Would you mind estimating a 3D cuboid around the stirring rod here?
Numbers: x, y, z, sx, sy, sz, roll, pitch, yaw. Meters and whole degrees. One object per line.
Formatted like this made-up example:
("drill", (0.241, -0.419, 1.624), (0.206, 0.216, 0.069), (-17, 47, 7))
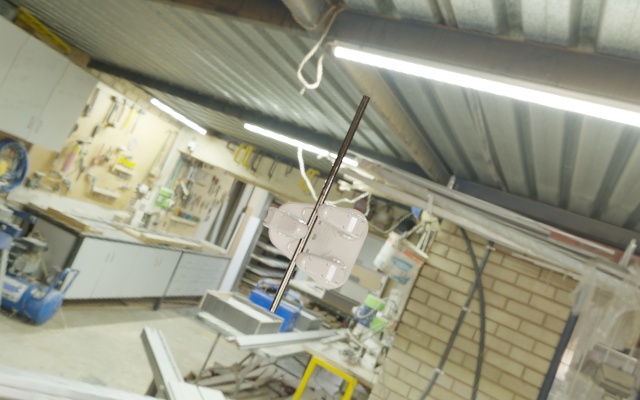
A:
("stirring rod", (0.000, 0.002, 0.490), (0.011, 0.239, 0.011), (24, -5, 2))
